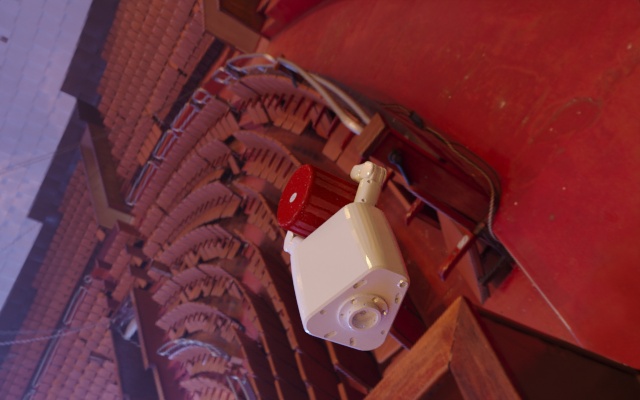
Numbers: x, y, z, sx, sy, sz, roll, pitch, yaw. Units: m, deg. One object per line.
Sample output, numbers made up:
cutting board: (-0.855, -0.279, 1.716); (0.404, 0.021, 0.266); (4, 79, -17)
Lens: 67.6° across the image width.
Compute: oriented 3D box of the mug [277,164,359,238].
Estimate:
mug: (0.000, 0.001, 0.577); (0.081, 0.093, 0.117); (24, 25, -23)
